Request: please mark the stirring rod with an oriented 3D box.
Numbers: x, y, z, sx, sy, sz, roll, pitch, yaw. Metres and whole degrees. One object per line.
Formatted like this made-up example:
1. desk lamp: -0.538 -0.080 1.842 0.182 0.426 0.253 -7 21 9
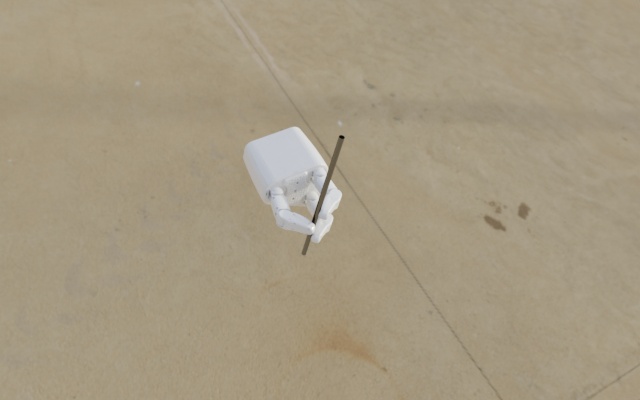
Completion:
1. stirring rod: 0.000 0.002 0.696 0.011 0.011 0.240 0 -44 -18
